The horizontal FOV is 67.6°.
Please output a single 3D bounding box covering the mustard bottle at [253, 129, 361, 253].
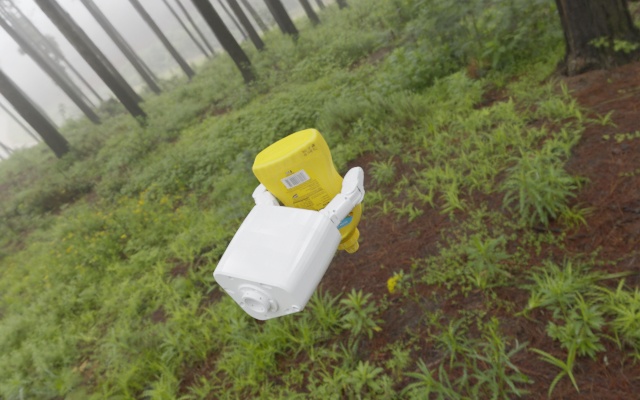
[{"bbox_3d":[0.000,0.002,0.638,0.096,0.192,0.058,-24,31,18],"label":"mustard bottle"}]
